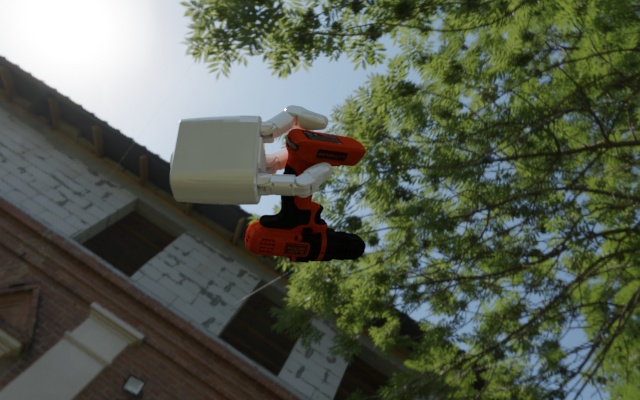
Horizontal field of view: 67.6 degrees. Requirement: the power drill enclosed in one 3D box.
[{"bbox_3d":[0.000,0.002,0.670,0.184,0.188,0.057,6,22,-24],"label":"power drill"}]
